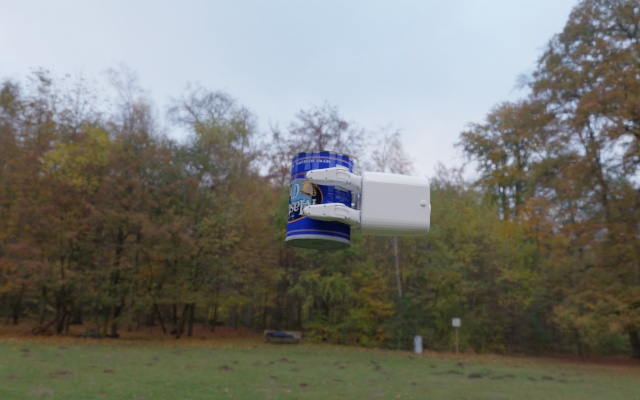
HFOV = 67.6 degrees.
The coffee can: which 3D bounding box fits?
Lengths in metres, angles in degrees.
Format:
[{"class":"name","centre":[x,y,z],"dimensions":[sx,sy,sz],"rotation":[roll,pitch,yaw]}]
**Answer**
[{"class":"coffee can","centre":[0.000,0.003,0.767],"dimensions":[0.103,0.140,0.103],"rotation":[3,-14,1]}]
